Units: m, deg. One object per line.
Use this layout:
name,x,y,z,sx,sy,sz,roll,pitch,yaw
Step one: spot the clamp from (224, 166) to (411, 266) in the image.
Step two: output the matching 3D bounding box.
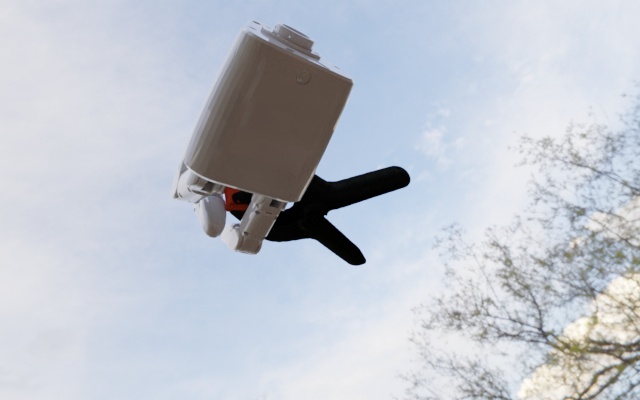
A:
clamp,0.000,0.001,0.447,0.171,0.120,0.039,16,25,-31
